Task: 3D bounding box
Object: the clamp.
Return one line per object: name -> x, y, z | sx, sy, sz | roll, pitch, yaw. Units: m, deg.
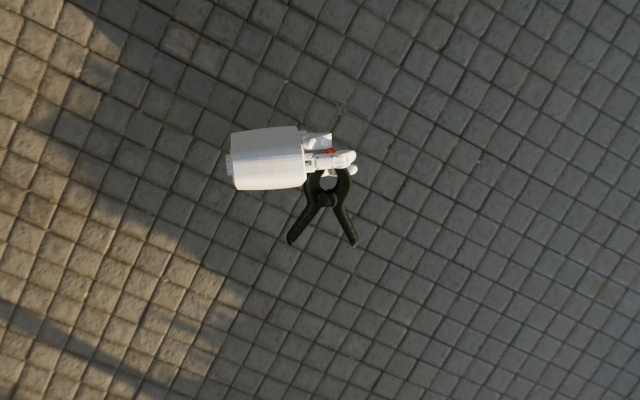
clamp -> 0.000, 0.003, 0.775 | 0.120, 0.171, 0.039 | -7, 15, -10
